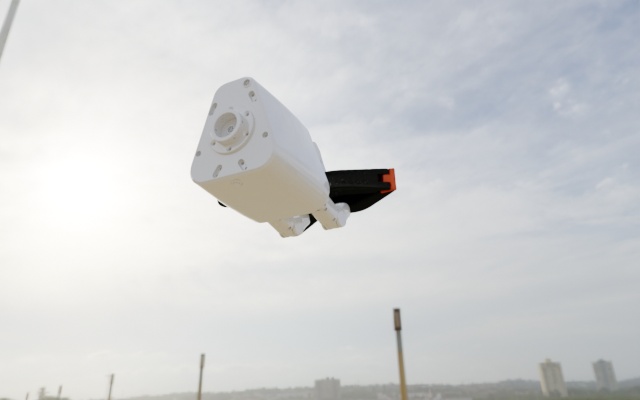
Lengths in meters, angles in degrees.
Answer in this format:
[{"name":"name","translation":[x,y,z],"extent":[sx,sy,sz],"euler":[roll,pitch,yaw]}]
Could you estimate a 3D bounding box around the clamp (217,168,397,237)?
[{"name":"clamp","translation":[0.000,0.001,0.607],"extent":[0.210,0.036,0.165],"euler":[-12,-24,22]}]
